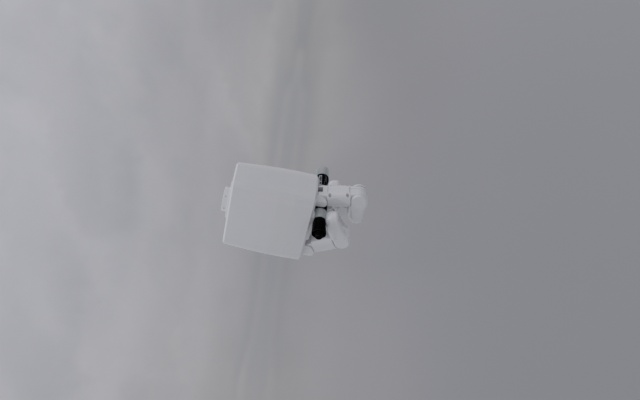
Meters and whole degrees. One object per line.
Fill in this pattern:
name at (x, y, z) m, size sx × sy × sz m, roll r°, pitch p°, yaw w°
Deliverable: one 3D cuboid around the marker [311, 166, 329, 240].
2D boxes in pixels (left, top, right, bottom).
marker at (0.000, 0.002, 0.627) m, size 0.020 × 0.121 × 0.020 m, roll 2°, pitch -43°, yaw 2°
